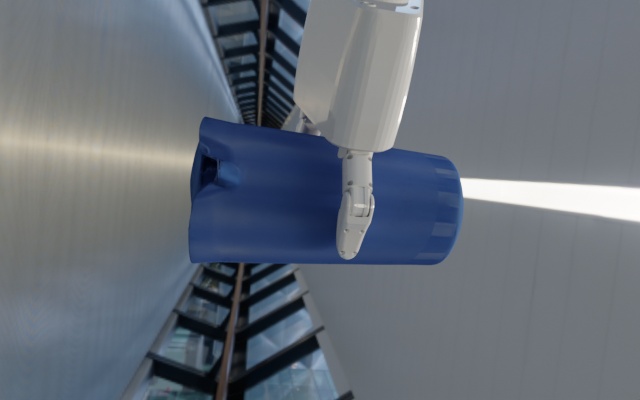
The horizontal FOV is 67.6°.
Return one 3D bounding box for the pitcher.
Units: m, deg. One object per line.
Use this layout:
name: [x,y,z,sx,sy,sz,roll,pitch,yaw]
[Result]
pitcher: [0.000,0.001,0.463,0.243,0.145,0.149,5,32,-9]
